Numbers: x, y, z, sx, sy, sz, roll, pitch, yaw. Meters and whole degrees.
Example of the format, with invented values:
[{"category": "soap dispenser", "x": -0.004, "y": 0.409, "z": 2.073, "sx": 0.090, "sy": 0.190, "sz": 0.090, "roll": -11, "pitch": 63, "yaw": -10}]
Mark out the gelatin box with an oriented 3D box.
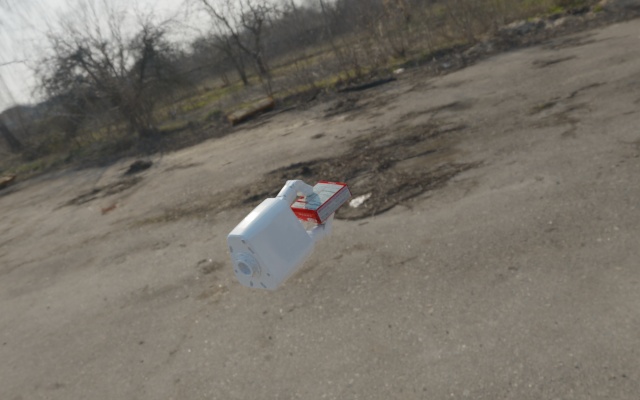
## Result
[{"category": "gelatin box", "x": 0.000, "y": 0.002, "z": 0.847, "sx": 0.073, "sy": 0.030, "sz": 0.089, "roll": 7, "pitch": 41, "yaw": 49}]
